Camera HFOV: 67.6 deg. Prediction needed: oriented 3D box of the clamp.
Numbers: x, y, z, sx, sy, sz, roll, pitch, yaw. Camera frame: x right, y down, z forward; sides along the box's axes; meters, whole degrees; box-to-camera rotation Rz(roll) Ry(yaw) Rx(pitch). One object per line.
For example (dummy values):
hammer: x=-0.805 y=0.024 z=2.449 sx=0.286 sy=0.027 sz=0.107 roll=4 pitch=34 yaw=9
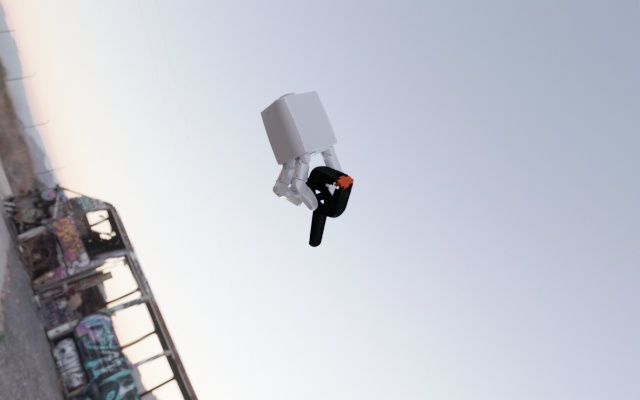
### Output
clamp: x=0.001 y=0.002 z=0.857 sx=0.036 sy=0.164 sz=0.210 roll=-23 pitch=4 yaw=-29
